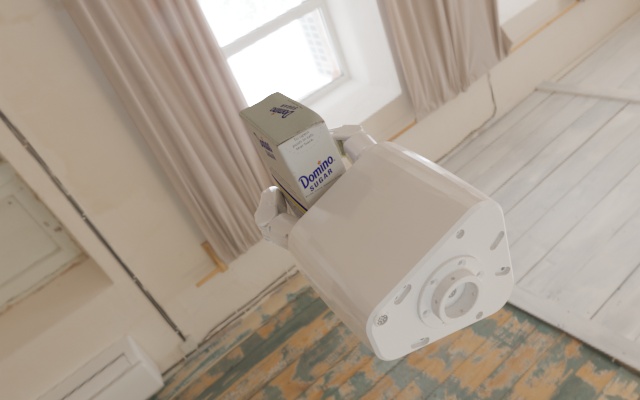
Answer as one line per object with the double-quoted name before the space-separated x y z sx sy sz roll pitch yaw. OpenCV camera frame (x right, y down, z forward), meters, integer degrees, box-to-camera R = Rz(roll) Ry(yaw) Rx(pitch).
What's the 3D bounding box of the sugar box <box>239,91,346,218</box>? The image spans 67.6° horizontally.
"sugar box" 0.001 0.001 0.402 0.048 0.176 0.093 -31 34 -11
